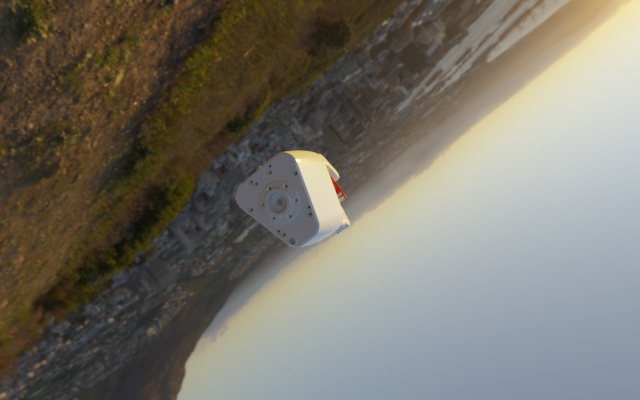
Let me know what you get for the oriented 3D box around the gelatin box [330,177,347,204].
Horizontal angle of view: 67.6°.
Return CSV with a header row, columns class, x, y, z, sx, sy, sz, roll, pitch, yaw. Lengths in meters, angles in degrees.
class,x,y,z,sx,sy,sz,roll,pitch,yaw
gelatin box,0.000,0.003,0.728,0.073,0.030,0.089,-37,-11,2
